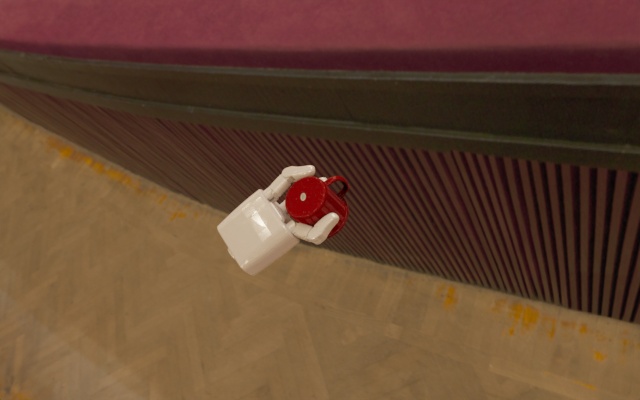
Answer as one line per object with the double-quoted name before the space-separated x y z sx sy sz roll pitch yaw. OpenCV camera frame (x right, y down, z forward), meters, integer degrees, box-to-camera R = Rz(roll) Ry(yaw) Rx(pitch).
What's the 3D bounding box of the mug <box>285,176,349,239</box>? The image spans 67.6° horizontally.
"mug" 0.001 0.002 0.833 0.093 0.117 0.081 53 6 38
